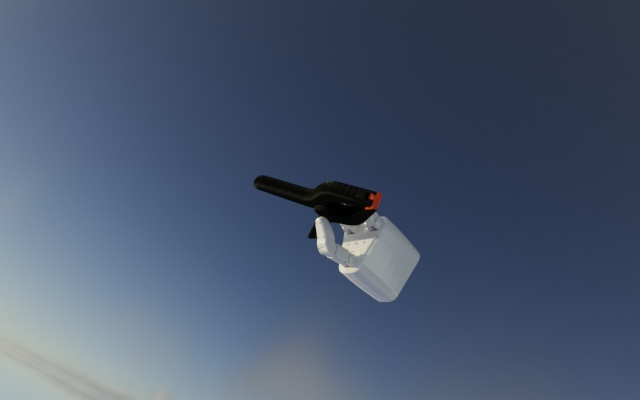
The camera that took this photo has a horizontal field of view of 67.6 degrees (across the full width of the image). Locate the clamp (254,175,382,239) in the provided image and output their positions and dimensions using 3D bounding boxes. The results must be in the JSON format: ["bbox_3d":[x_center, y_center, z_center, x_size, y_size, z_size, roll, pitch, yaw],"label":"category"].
[{"bbox_3d":[0.000,0.003,0.751,0.165,0.036,0.210,41,-32,-29],"label":"clamp"}]
